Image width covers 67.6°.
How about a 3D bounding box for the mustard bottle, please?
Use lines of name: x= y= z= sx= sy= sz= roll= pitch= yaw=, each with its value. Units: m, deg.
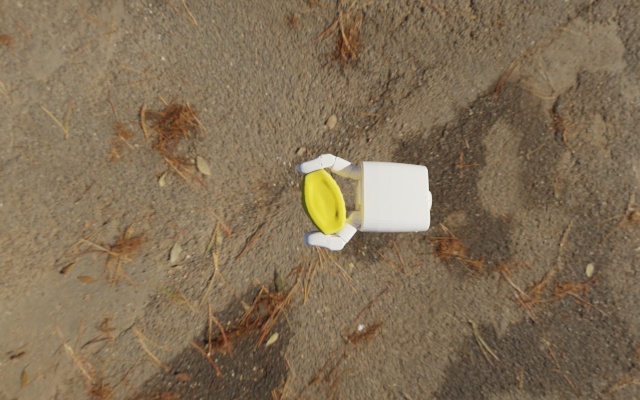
mustard bottle: x=0.000 y=0.003 z=0.779 sx=0.058 sy=0.096 sz=0.191 roll=-21 pitch=1 yaw=-3
